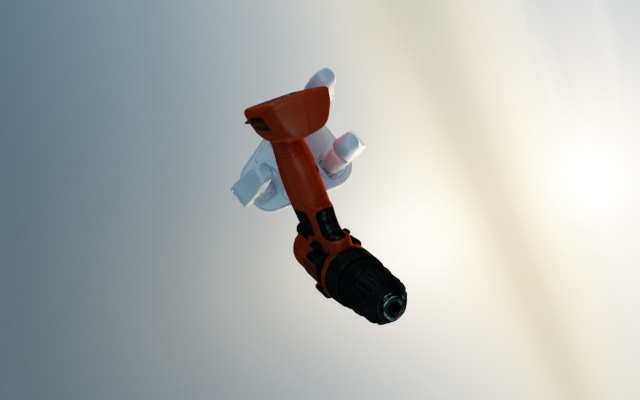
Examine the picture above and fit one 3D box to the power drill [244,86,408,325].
[{"bbox_3d":[0.000,0.001,0.410,0.057,0.188,0.184,-22,17,-18],"label":"power drill"}]
